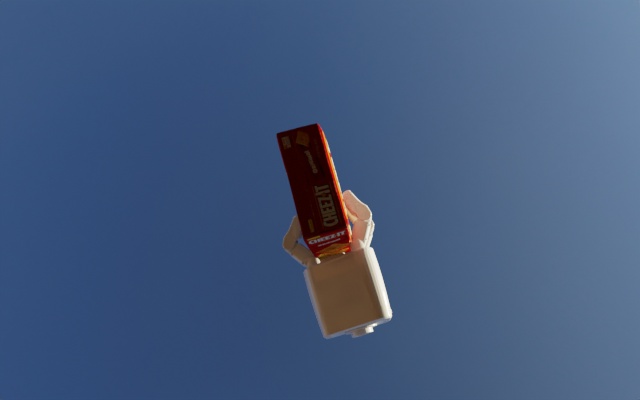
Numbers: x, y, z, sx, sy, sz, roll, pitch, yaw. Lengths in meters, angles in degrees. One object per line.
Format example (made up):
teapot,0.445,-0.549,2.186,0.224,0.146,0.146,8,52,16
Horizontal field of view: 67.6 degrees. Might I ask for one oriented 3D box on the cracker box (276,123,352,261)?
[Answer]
cracker box,0.000,0.003,0.747,0.072,0.164,0.214,-16,-19,1
